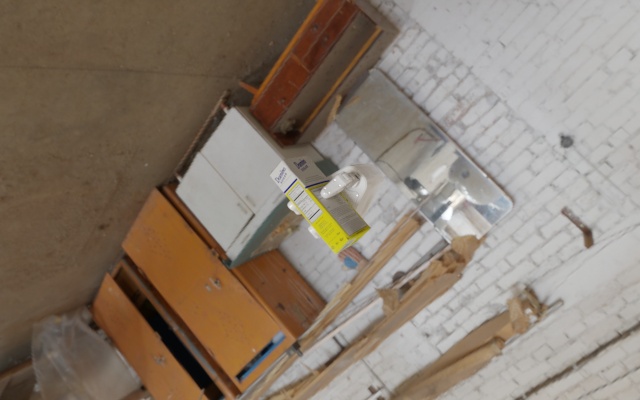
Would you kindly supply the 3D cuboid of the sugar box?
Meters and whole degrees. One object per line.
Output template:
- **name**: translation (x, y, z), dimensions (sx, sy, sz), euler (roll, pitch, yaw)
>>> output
- **sugar box**: translation (0.000, 0.003, 0.816), dimensions (0.048, 0.176, 0.093), euler (-49, -14, 26)
